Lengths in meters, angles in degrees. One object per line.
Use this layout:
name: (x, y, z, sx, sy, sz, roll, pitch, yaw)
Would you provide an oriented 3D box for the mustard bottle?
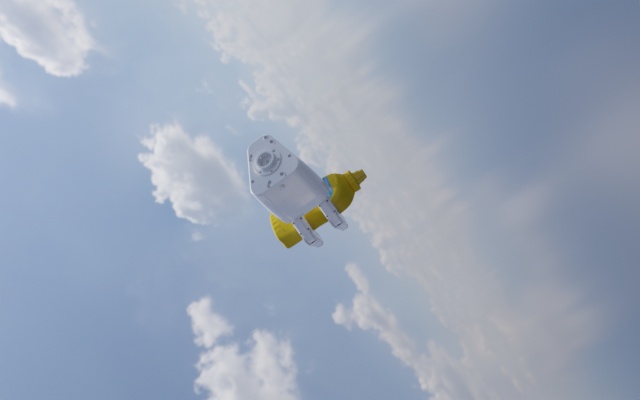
mustard bottle: (0.000, 0.003, 0.870, 0.191, 0.058, 0.096, -34, 31, 8)
